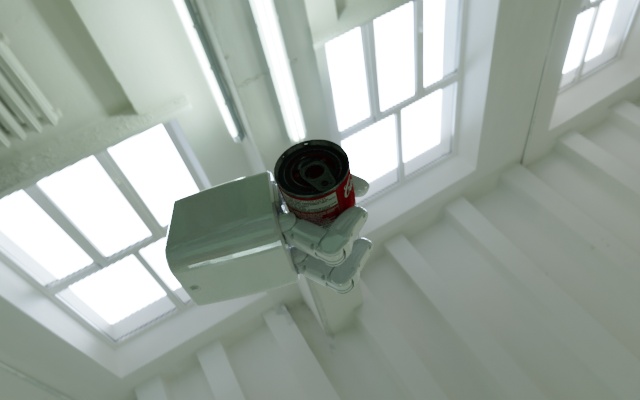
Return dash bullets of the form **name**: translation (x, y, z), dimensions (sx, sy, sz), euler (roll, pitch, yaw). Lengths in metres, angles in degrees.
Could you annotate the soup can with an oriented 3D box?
- **soup can**: translation (0.001, 0.001, 0.459), dimensions (0.068, 0.068, 0.102), euler (0, -39, 12)
